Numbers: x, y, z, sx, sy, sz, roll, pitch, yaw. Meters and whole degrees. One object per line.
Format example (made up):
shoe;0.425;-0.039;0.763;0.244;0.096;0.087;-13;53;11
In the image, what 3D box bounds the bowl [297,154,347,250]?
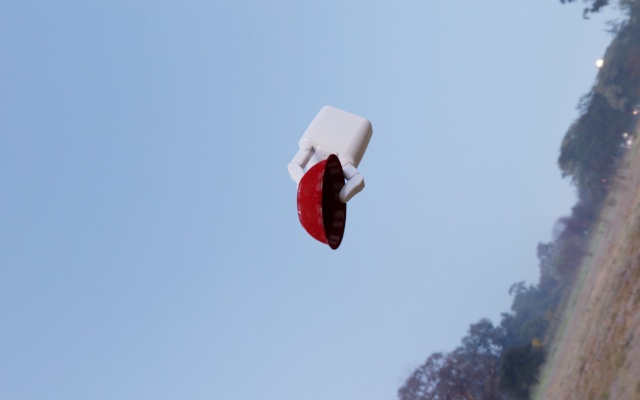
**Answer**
bowl;-0.001;0.003;0.806;0.055;0.162;0.162;-1;0;16
